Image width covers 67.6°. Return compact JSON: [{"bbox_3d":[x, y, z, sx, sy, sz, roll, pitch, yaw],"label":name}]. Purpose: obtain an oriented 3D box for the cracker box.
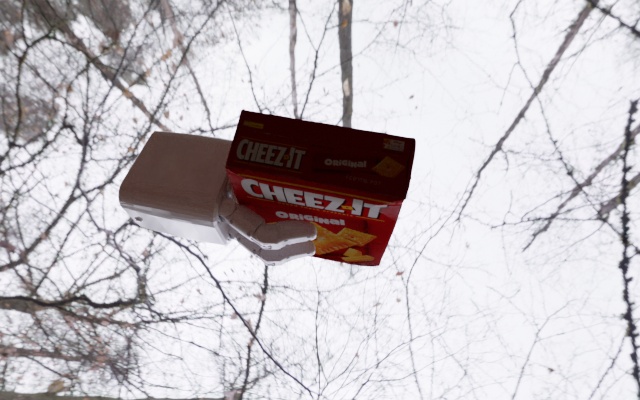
[{"bbox_3d":[0.000,0.002,0.515,0.164,0.072,0.214,10,-23,4],"label":"cracker box"}]
